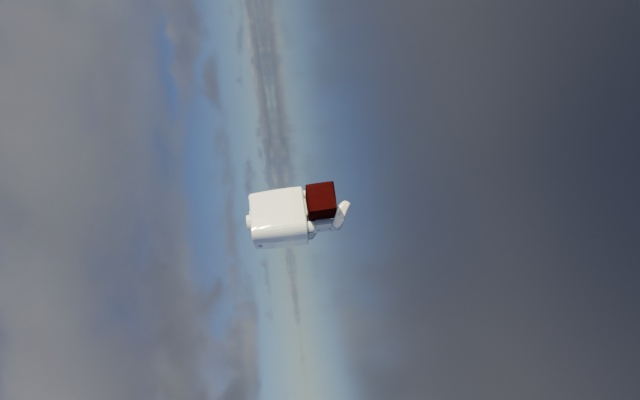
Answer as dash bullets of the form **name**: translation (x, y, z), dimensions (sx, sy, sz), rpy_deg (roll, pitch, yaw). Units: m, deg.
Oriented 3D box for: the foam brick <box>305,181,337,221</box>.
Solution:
- **foam brick**: translation (0.000, 0.003, 0.884), dimensions (0.051, 0.053, 0.078), rpy_deg (-7, -16, -4)
